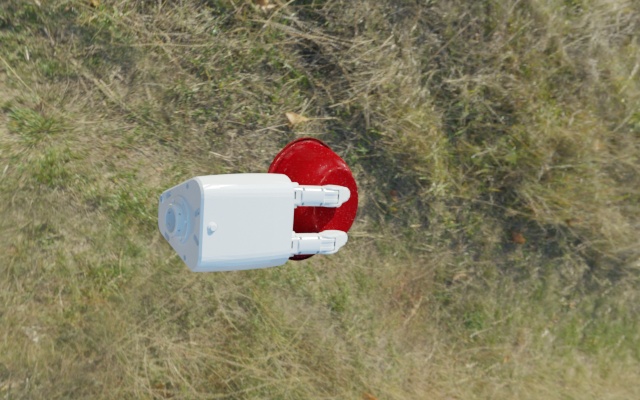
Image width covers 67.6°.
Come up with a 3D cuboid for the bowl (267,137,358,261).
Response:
[{"bbox_3d":[0.001,0.002,0.607,0.055,0.162,0.162,9,5,39],"label":"bowl"}]
